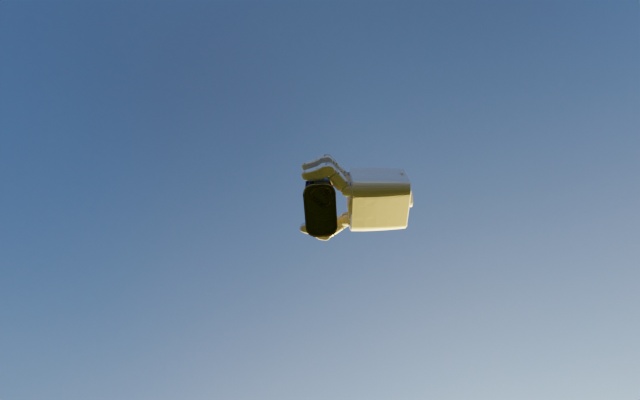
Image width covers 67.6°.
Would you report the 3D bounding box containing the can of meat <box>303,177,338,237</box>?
[{"bbox_3d":[0.000,0.003,0.872,0.057,0.102,0.084,-3,23,2],"label":"can of meat"}]
